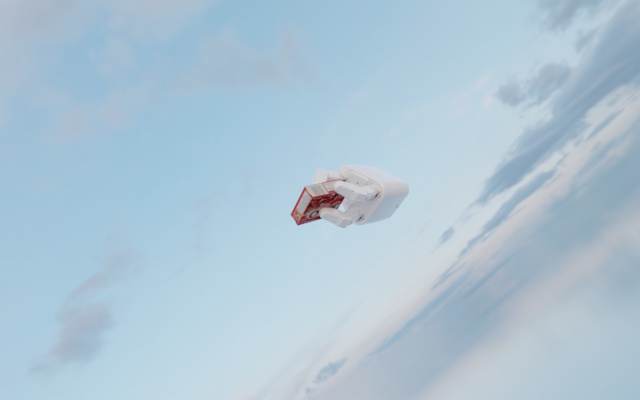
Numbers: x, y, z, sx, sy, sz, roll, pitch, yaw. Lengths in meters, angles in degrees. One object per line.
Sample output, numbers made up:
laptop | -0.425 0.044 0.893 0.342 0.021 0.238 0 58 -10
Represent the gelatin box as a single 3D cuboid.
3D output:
gelatin box | 0.000 0.002 0.831 0.089 0.030 0.073 -13 -35 -39
